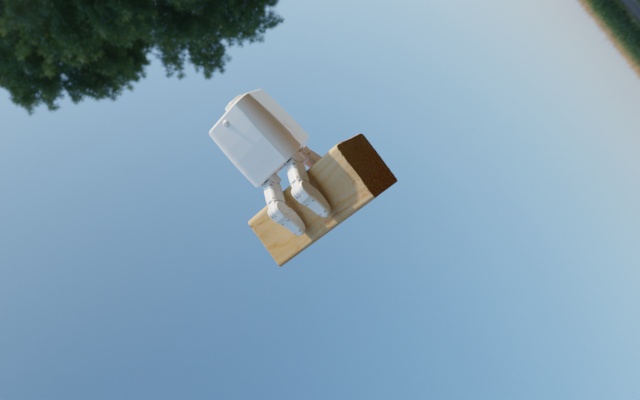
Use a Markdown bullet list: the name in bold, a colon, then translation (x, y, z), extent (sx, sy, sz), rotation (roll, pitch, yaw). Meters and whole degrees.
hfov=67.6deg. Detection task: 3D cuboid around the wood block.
- **wood block**: translation (0.000, 0.002, 0.715), extent (0.206, 0.090, 0.090), rotation (-38, -3, 35)
